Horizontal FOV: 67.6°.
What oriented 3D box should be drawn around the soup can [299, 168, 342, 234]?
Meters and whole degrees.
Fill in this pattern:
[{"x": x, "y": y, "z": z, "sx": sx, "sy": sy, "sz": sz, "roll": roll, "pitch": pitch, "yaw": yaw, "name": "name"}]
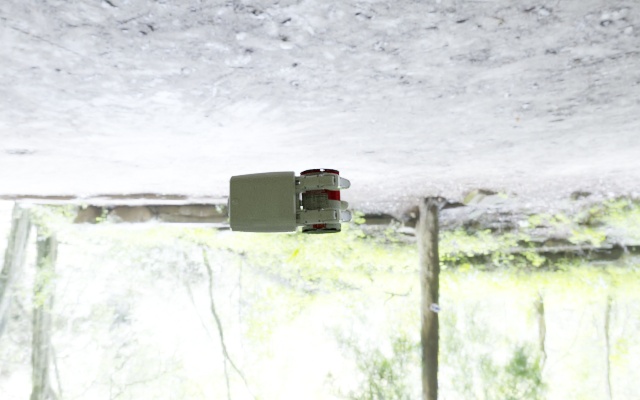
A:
[{"x": 0.001, "y": 0.003, "z": 0.794, "sx": 0.068, "sy": 0.102, "sz": 0.068, "roll": -2, "pitch": -9, "yaw": 0, "name": "soup can"}]
